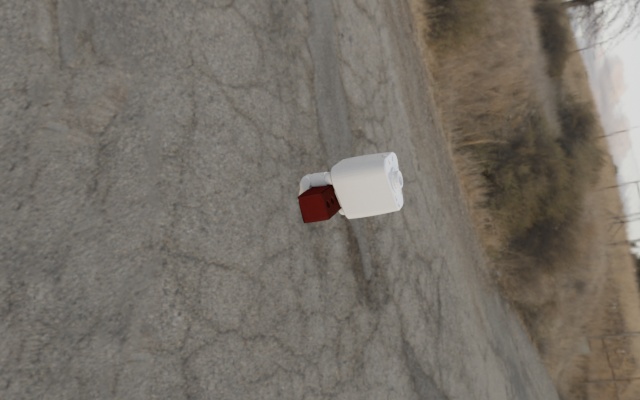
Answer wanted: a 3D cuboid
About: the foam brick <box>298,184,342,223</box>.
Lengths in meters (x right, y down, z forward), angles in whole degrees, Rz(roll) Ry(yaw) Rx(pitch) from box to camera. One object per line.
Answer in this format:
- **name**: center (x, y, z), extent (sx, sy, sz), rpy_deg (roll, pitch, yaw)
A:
- **foam brick**: center (0.000, 0.003, 0.887), extent (0.051, 0.053, 0.078), rpy_deg (-8, 15, 25)
